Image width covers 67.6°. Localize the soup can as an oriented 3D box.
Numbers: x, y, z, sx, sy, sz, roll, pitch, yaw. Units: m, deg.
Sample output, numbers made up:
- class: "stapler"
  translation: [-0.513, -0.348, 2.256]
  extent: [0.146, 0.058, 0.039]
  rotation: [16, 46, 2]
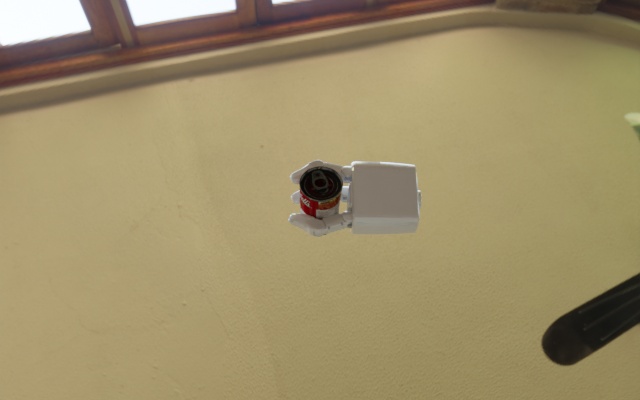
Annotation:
- class: "soup can"
  translation: [0.000, 0.003, 0.776]
  extent: [0.068, 0.068, 0.102]
  rotation: [0, -36, -1]
